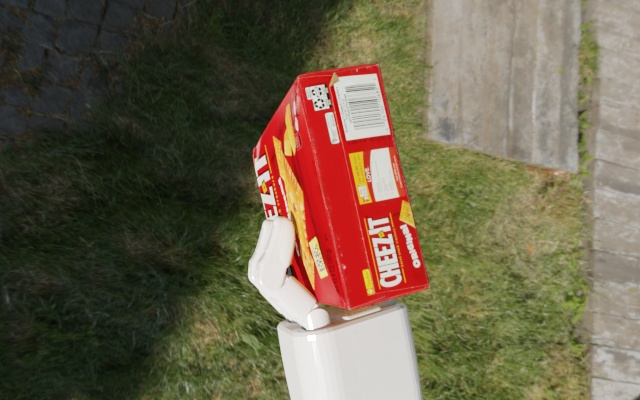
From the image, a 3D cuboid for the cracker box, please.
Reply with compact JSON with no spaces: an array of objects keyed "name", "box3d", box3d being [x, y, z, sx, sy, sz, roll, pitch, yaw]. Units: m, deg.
[{"name":"cracker box","box3d":[0.000,0.001,0.420,0.072,0.164,0.214,-11,-4,-17]}]
